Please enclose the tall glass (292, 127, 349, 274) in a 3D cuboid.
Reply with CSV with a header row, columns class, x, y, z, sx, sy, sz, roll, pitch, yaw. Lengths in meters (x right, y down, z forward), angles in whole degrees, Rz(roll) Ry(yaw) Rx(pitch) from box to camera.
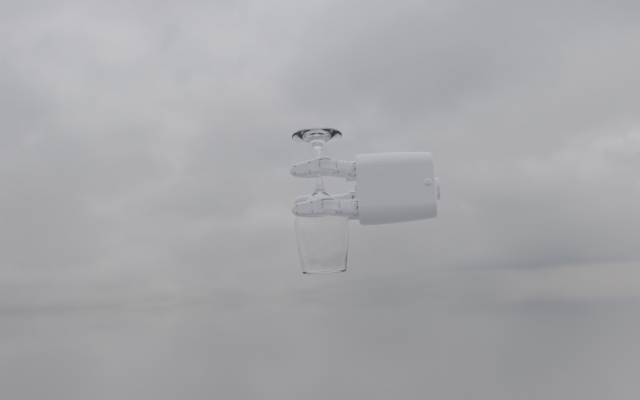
class,x,y,z,sx,sy,sz,roll,pitch,yaw
tall glass,0.000,0.002,0.682,0.079,0.201,0.079,-3,-11,-1
